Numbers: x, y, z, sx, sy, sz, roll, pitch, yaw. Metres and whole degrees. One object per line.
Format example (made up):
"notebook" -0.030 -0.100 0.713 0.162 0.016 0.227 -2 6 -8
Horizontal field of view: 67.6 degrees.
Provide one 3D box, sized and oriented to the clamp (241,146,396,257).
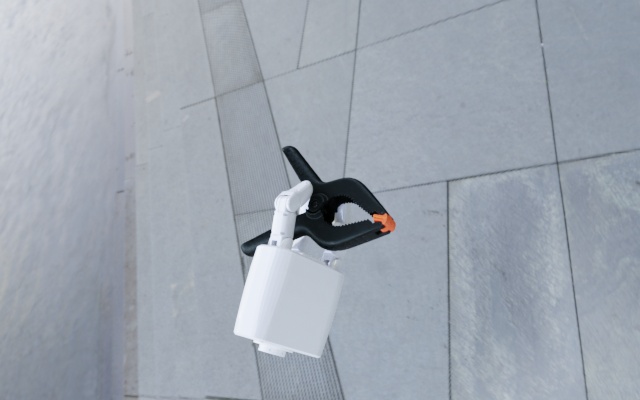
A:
"clamp" 0.000 0.002 0.609 0.210 0.164 0.036 2 -21 35
